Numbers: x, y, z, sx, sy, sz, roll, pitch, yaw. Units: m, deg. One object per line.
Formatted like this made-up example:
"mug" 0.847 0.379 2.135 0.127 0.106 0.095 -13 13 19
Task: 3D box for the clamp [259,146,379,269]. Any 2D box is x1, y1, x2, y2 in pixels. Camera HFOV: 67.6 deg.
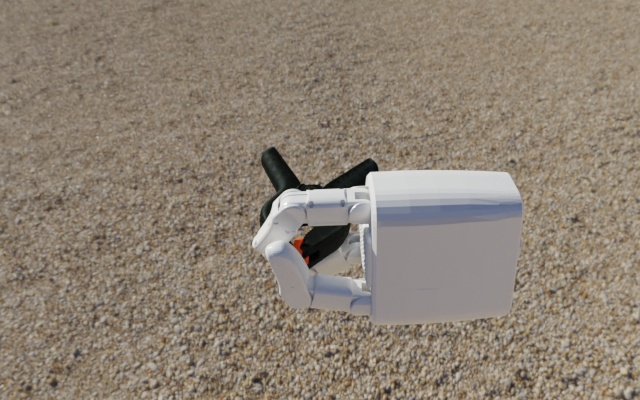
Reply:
"clamp" 0.000 0.001 0.438 0.120 0.039 0.171 -3 38 1
